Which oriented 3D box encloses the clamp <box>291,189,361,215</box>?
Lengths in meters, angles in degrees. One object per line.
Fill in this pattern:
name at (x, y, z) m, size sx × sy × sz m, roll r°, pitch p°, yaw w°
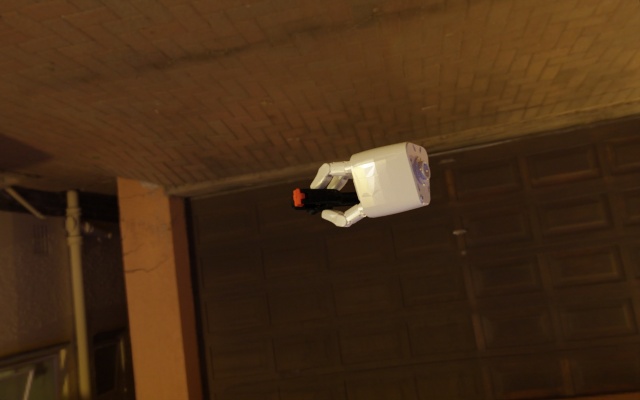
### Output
clamp at (0.000, 0.004, 0.895) m, size 0.164 × 0.036 × 0.210 m, roll -13°, pitch -9°, yaw 33°
